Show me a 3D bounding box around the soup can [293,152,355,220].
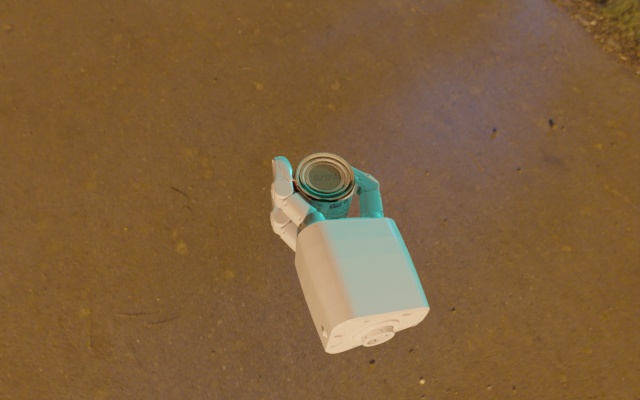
[{"bbox_3d":[0.000,0.001,0.550,0.068,0.068,0.102,0,-34,-7],"label":"soup can"}]
